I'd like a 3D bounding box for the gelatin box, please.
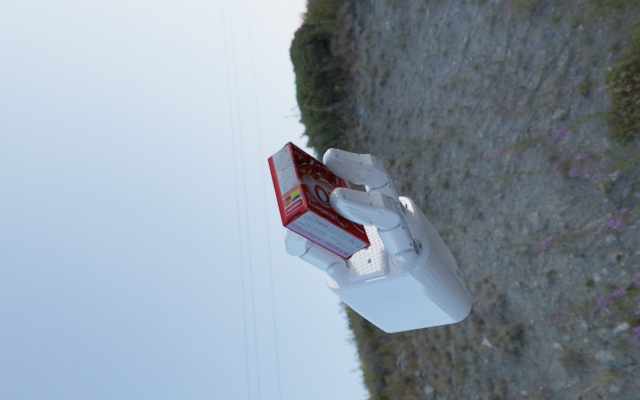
[{"bbox_3d":[-0.001,0.001,0.401,0.030,0.073,0.089,-35,-42,23],"label":"gelatin box"}]
